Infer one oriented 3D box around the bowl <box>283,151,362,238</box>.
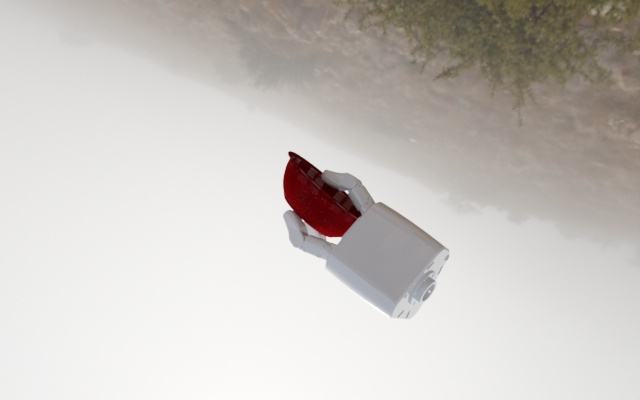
[{"bbox_3d":[-0.001,0.002,0.677,0.162,0.055,0.162,40,9,-8],"label":"bowl"}]
